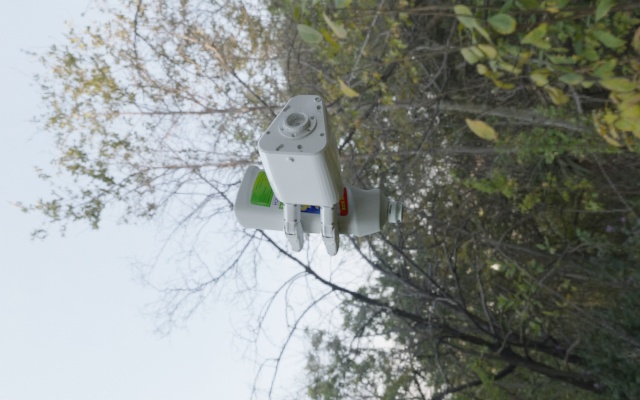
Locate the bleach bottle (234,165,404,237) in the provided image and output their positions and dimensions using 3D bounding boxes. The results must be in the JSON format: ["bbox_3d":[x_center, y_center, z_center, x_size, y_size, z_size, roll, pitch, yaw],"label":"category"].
[{"bbox_3d":[0.000,0.002,0.730,0.251,0.102,0.068,4,-34,15],"label":"bleach bottle"}]
